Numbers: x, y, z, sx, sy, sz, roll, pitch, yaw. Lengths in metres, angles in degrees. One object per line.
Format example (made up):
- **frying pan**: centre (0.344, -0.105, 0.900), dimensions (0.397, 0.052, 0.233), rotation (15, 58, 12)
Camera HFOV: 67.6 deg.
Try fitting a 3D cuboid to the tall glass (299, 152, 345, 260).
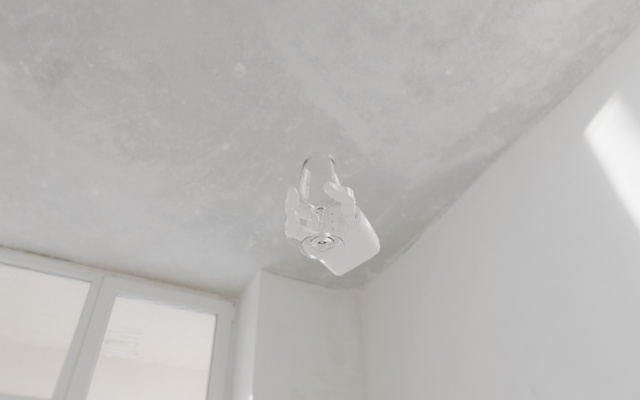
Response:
- **tall glass**: centre (0.000, 0.003, 0.854), dimensions (0.079, 0.200, 0.079), rotation (-1, -41, -1)
